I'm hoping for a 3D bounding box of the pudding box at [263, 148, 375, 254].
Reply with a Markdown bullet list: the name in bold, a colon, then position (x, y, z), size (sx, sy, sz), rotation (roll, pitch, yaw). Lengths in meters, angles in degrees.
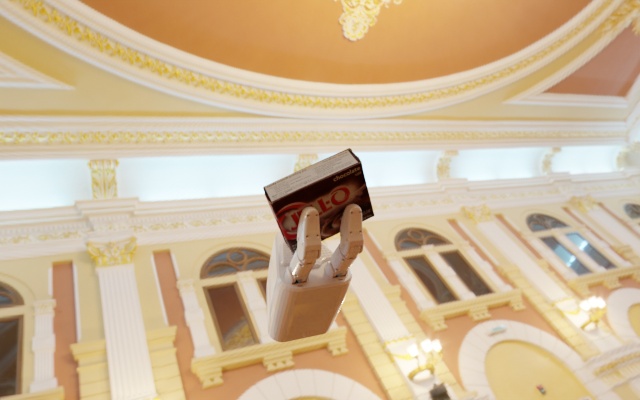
- **pudding box**: position (0.000, 0.002, 0.556), size (0.113, 0.090, 0.039), rotation (-27, 45, -8)
